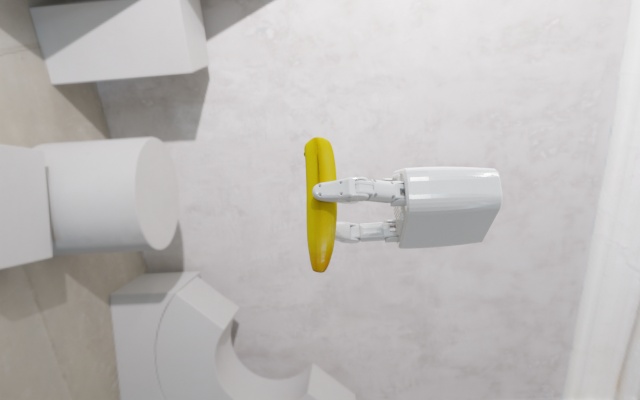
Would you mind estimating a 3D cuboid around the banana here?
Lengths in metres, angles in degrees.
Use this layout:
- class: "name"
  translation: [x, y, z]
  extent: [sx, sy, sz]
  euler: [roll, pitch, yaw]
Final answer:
- class: "banana"
  translation: [0.000, -0.013, 0.564]
  extent: [0.037, 0.197, 0.070]
  euler: [-1, -41, -3]
